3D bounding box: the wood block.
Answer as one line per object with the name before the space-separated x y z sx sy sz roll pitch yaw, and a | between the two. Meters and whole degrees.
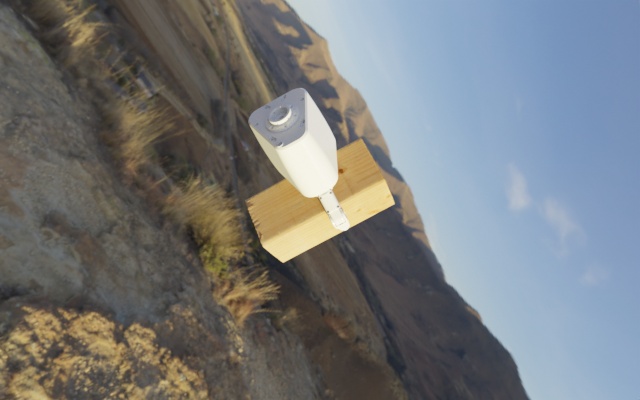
wood block | 0.000 0.002 0.755 0.206 0.090 0.090 -28 -29 5
